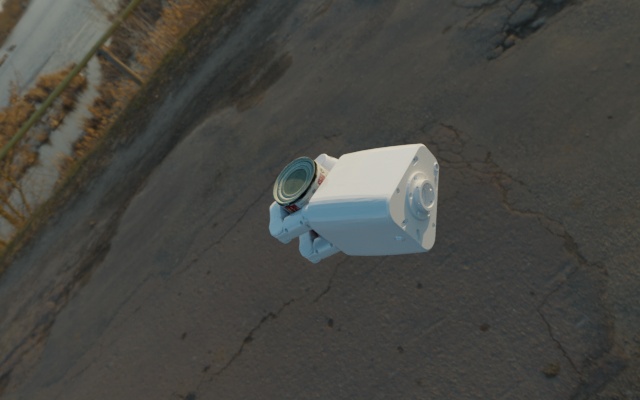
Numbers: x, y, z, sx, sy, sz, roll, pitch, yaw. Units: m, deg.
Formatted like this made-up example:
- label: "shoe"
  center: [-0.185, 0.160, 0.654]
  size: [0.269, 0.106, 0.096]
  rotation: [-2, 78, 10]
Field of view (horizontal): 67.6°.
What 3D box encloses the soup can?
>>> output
- label: "soup can"
  center: [0.000, 0.002, 0.581]
  size: [0.068, 0.068, 0.102]
  rotation: [0, -30, 46]
